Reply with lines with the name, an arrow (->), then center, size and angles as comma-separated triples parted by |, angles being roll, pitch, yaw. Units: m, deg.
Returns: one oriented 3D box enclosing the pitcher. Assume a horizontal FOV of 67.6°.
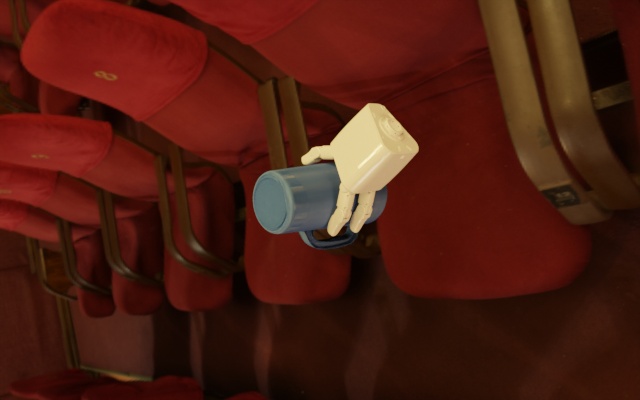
pitcher -> 0.000, 0.003, 0.880 | 0.243, 0.149, 0.145 | -8, -27, -44
